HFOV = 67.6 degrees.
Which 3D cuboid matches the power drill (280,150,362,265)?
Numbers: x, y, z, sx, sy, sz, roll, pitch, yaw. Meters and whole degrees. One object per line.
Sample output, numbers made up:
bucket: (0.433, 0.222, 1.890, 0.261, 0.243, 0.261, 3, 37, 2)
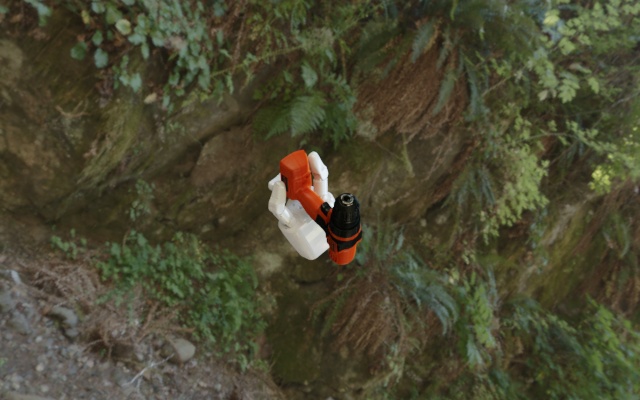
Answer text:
power drill: (0.000, 0.002, 0.811, 0.057, 0.187, 0.185, -27, -30, -19)
